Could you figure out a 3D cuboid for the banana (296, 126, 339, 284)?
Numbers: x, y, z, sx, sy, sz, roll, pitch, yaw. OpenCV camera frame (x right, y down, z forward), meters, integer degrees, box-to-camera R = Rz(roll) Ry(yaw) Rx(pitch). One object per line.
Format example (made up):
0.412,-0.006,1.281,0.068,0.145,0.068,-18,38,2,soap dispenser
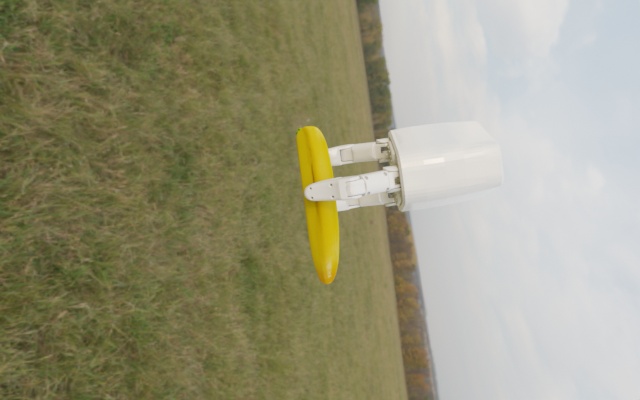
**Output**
-0.001,-0.007,0.545,0.037,0.197,0.070,-8,-16,0,banana
